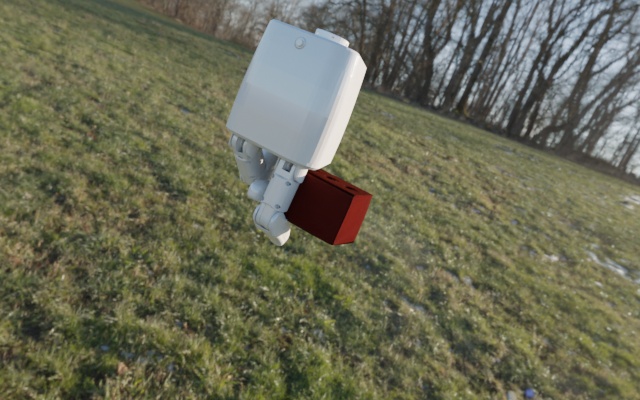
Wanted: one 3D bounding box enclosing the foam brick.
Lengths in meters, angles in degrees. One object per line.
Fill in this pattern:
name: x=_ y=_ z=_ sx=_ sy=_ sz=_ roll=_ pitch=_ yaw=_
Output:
foam brick: x=0.000 y=0.002 z=0.450 sx=0.078 sy=0.051 sz=0.053 roll=28 pitch=11 yaw=22
